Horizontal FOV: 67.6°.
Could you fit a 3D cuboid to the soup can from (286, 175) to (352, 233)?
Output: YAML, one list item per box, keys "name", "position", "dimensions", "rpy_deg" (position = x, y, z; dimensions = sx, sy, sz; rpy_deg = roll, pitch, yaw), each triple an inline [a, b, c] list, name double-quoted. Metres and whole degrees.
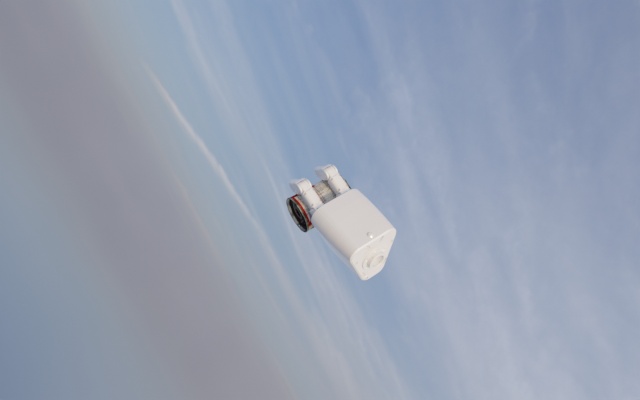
- name: "soup can"
  position: [0.000, 0.002, 0.844]
  dimensions: [0.102, 0.068, 0.068]
  rpy_deg: [-29, 10, -19]
